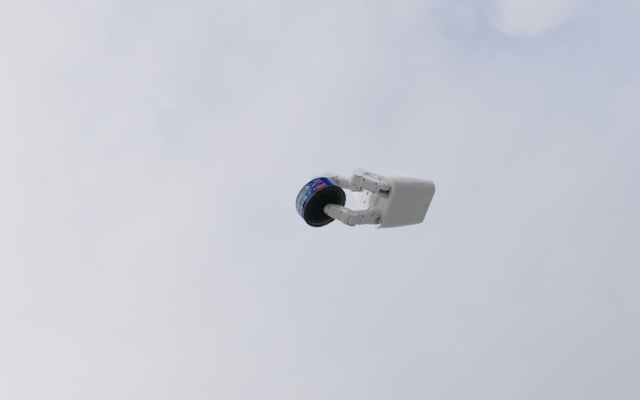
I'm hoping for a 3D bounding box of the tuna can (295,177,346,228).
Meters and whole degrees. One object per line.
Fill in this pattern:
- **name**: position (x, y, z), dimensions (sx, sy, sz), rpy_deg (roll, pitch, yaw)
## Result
- **tuna can**: position (0.000, 0.002, 0.828), dimensions (0.086, 0.086, 0.033), rpy_deg (0, 32, -37)
